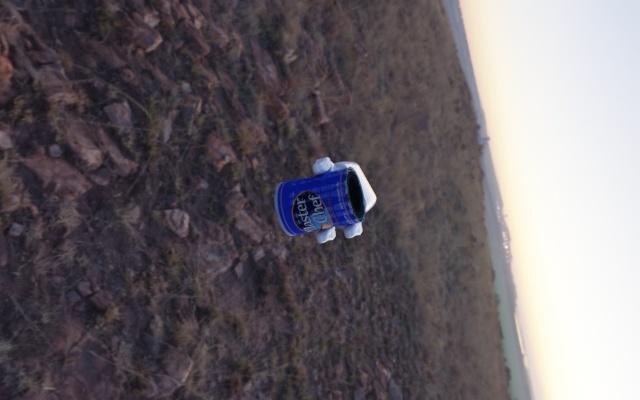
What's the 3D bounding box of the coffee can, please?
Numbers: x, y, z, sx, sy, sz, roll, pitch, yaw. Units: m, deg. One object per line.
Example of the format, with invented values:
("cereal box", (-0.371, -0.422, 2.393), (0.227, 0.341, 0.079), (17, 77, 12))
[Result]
("coffee can", (0.000, 0.003, 0.876), (0.140, 0.103, 0.103), (-12, -4, 20))
